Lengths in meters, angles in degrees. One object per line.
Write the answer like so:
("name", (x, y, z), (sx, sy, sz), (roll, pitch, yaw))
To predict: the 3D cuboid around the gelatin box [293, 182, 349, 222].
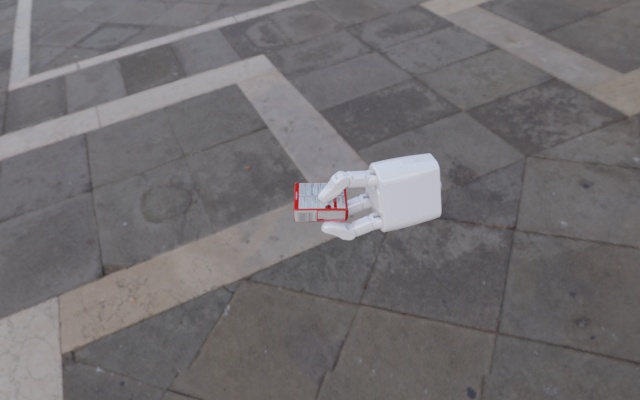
("gelatin box", (0.000, 0.002, 0.799), (0.089, 0.030, 0.073), (-1, 40, -1))
